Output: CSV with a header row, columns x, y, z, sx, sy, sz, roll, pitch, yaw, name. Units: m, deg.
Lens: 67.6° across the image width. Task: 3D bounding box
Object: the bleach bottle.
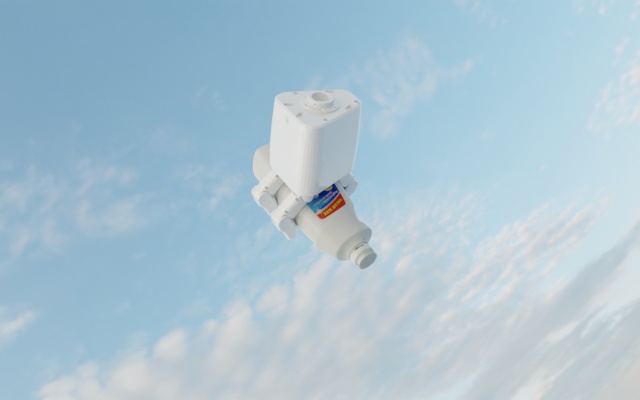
x,y,z,sx,sy,sz,roll,pitch,yaw,name
0.000,0.002,0.691,0.102,0.068,0.250,-18,47,-29,bleach bottle
